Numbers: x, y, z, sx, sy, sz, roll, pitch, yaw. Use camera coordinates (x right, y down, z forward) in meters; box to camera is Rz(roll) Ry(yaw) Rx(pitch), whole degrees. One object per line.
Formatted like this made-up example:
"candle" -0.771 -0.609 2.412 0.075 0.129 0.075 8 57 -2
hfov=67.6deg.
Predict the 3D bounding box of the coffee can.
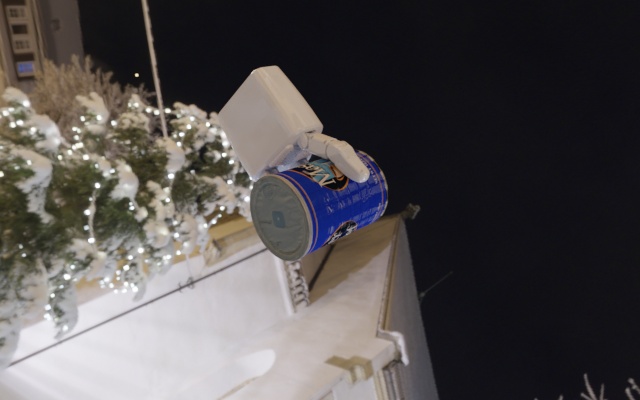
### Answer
"coffee can" 0.000 0.002 0.585 0.140 0.103 0.103 -22 15 -41
